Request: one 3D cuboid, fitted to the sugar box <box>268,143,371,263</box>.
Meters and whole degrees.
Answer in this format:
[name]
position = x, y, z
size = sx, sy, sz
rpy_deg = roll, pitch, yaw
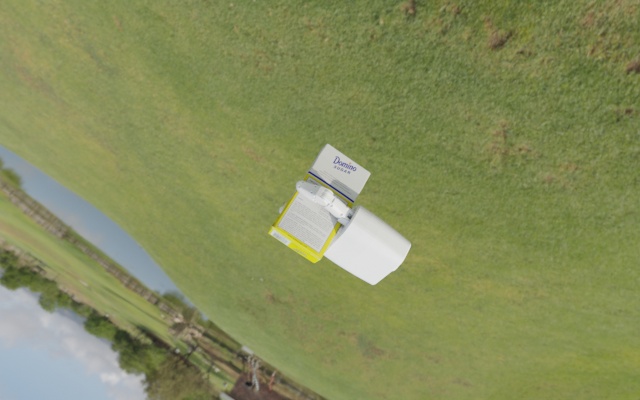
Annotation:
[sugar box]
position = 0.000, 0.003, 0.783
size = 0.093, 0.176, 0.048
rpy_deg = 35, -25, -5
